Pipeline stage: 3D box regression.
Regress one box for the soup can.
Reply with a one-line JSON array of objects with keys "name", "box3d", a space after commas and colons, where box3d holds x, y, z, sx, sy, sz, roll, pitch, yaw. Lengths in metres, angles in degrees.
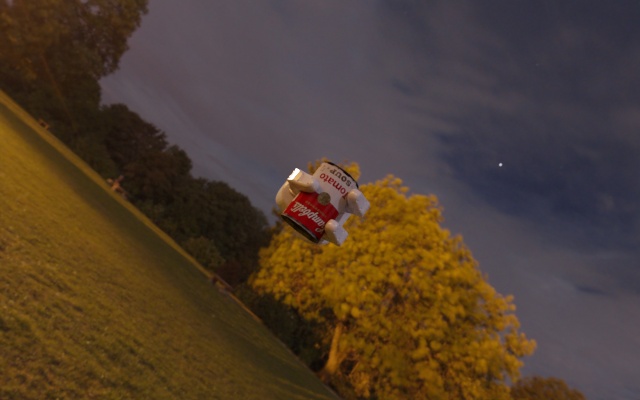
[{"name": "soup can", "box3d": [0.000, 0.002, 0.693, 0.068, 0.102, 0.068, 36, -12, 9]}]
